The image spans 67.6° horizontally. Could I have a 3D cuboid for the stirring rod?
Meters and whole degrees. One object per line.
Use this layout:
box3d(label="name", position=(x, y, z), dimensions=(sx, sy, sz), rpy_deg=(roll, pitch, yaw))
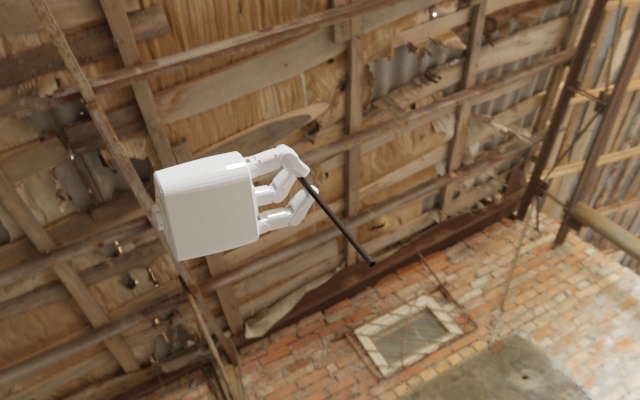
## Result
box3d(label="stirring rod", position=(0.000, 0.002, 0.603), dimensions=(0.011, 0.011, 0.239), rpy_deg=(0, 34, -35))
